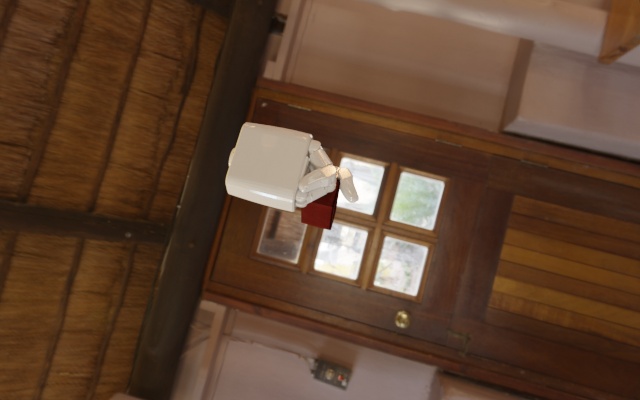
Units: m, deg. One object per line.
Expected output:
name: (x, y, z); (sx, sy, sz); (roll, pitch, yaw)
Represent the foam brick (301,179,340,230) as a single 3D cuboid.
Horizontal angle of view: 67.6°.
foam brick: (0.000, 0.003, 0.761); (0.051, 0.053, 0.078); (13, -31, 4)
